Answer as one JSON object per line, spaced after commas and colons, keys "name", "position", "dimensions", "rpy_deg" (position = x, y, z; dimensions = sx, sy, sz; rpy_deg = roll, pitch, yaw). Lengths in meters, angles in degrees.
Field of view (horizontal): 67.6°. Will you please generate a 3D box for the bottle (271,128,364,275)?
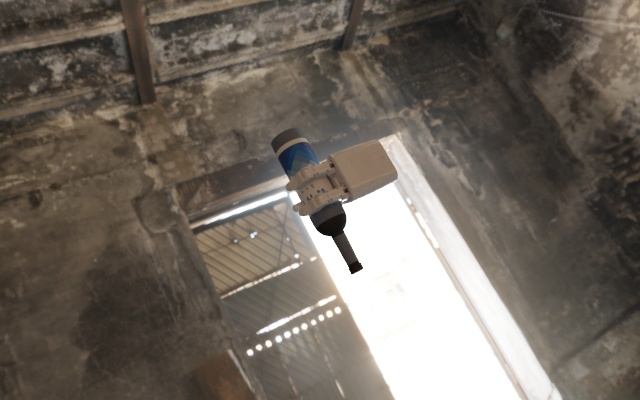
{"name": "bottle", "position": [0.000, 0.003, 0.892], "dimensions": [0.069, 0.295, 0.069], "rpy_deg": [-26, -15, -8]}
